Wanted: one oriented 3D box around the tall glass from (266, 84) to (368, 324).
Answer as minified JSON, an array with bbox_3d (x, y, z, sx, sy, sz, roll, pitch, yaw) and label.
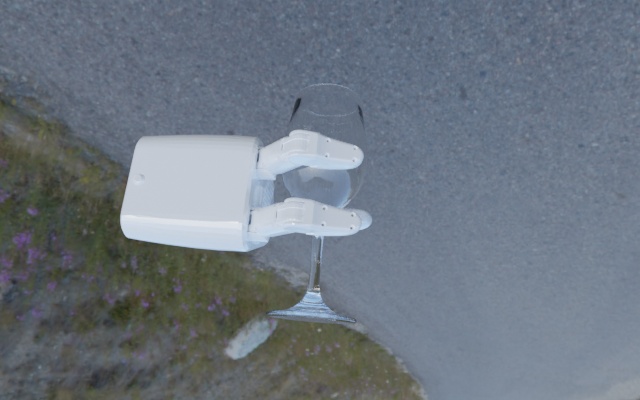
[{"bbox_3d":[0.000,0.002,0.417,0.079,0.201,0.079,5,-18,1],"label":"tall glass"}]
